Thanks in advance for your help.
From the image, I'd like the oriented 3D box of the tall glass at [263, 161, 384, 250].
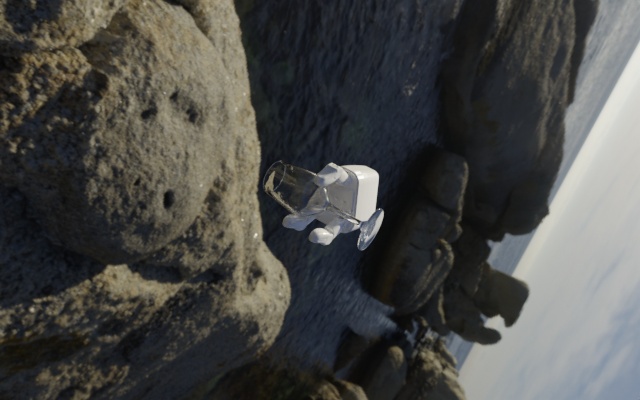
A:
[{"bbox_3d":[0.001,0.003,0.792,0.201,0.079,0.079,29,12,23],"label":"tall glass"}]
